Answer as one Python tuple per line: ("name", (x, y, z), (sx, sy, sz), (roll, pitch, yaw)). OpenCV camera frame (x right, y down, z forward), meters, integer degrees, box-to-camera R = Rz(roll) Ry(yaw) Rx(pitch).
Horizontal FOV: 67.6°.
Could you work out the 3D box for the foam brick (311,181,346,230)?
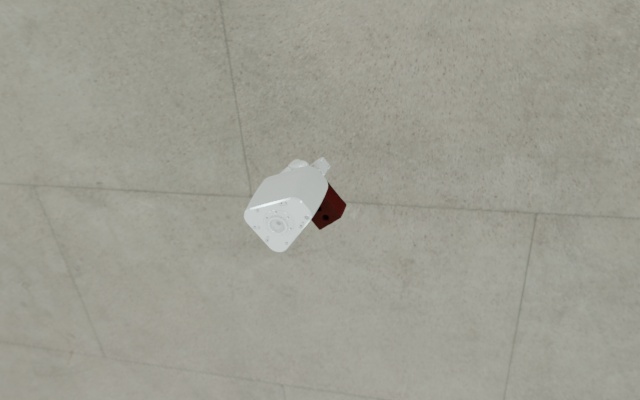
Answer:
("foam brick", (0.000, 0.003, 0.858), (0.053, 0.078, 0.051), (-32, 17, 27))
